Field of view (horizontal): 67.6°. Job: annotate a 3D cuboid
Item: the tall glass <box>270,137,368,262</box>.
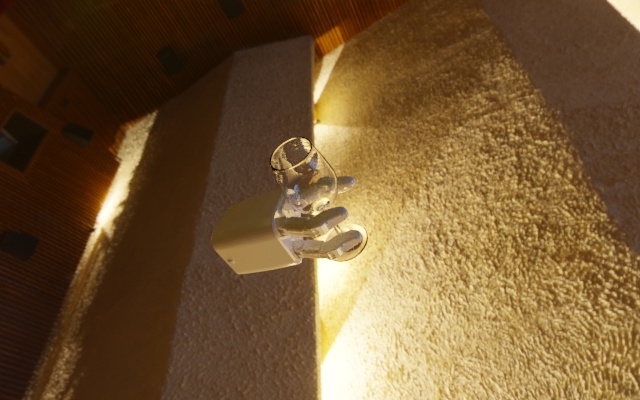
[{"bbox_3d":[0.001,0.003,0.686,0.079,0.079,0.201,0,-40,31],"label":"tall glass"}]
